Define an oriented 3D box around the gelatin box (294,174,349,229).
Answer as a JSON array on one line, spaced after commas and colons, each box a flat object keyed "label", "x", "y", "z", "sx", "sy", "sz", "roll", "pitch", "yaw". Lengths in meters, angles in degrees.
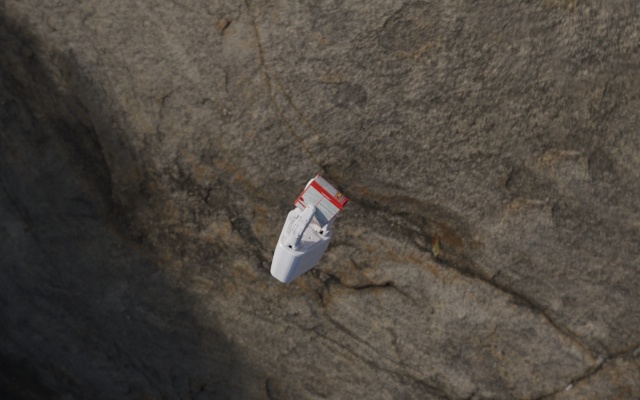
[{"label": "gelatin box", "x": 0.000, "y": 0.003, "z": 0.887, "sx": 0.030, "sy": 0.073, "sz": 0.089, "roll": -49, "pitch": 0, "yaw": -39}]
